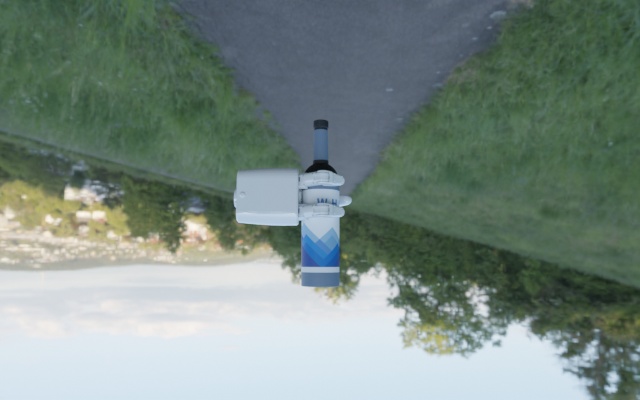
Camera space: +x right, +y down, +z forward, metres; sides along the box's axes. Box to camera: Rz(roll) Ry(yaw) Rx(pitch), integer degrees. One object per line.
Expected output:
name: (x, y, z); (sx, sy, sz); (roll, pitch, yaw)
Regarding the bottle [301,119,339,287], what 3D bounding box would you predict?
bottle: (0.000, 0.003, 0.847); (0.069, 0.295, 0.069); (0, -7, 0)
